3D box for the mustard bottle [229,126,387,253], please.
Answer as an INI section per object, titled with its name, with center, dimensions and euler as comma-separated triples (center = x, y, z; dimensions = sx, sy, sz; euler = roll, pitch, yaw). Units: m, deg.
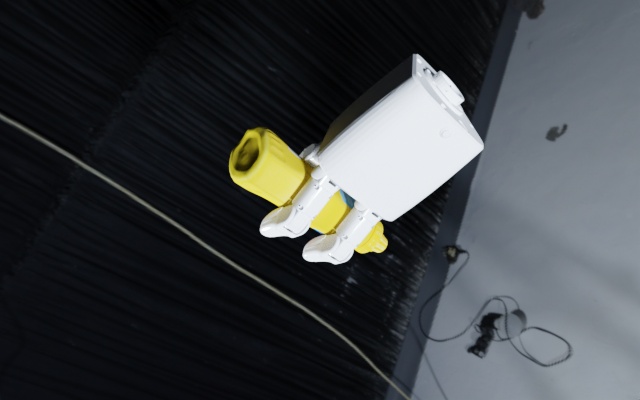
[mustard bottle]
center = 0.000, 0.002, 0.490
dimensions = 0.192, 0.058, 0.096
euler = 35, 6, -28
